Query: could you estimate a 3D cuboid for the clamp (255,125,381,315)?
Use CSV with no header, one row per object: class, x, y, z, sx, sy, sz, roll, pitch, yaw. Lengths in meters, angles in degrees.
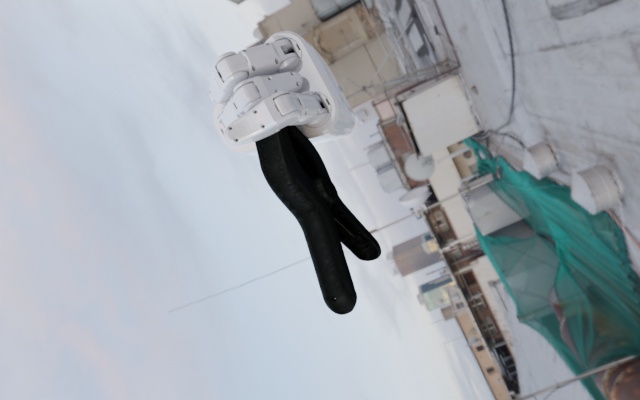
clamp,-0.001,0.001,0.407,0.039,0.171,0.120,-25,-2,17
